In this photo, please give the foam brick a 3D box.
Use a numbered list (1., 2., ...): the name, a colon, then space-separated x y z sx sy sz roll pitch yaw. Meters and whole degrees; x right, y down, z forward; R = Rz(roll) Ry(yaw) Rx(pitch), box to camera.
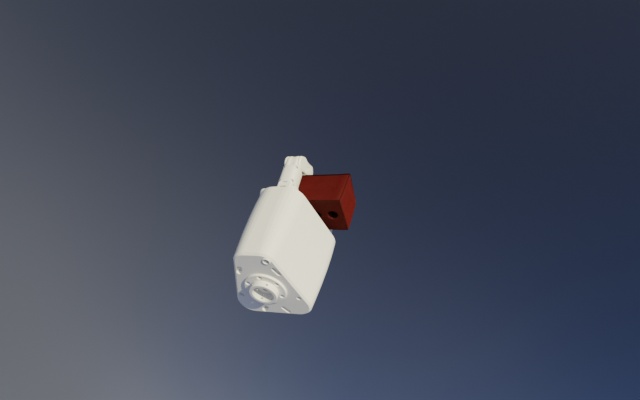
1. foam brick: 0.000 0.002 0.604 0.078 0.053 0.051 -1 41 19
